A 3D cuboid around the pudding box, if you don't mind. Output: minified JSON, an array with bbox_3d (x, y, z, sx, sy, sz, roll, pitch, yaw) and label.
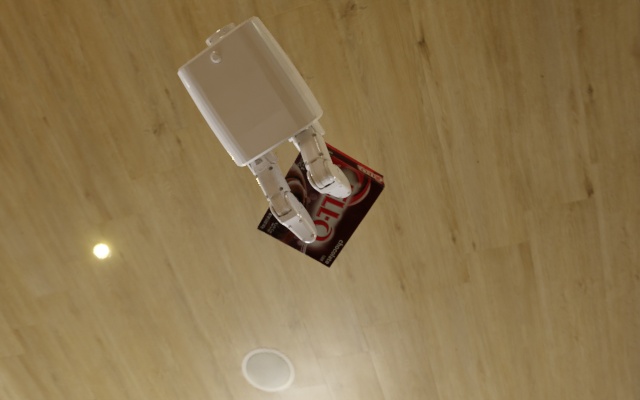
[{"bbox_3d":[0.000,0.002,0.497,0.090,0.113,0.039,29,24,-6],"label":"pudding box"}]
